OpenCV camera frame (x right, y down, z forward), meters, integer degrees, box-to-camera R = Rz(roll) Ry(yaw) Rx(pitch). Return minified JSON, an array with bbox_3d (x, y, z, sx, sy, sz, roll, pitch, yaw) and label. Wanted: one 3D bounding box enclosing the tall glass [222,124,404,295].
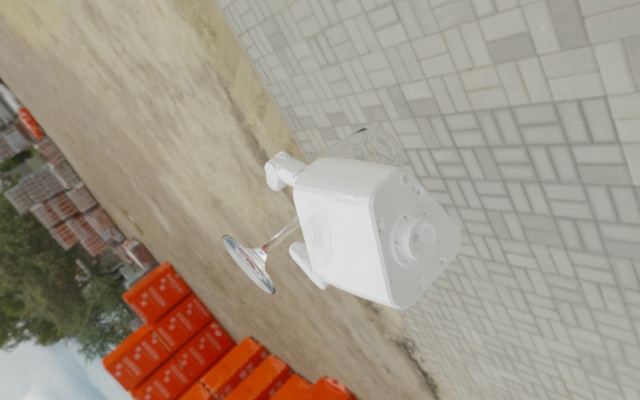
[{"bbox_3d":[-0.001,0.002,0.494,0.201,0.079,0.079,-41,18,-22],"label":"tall glass"}]
